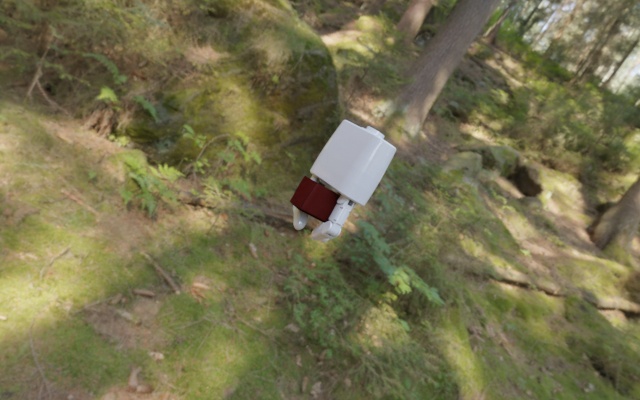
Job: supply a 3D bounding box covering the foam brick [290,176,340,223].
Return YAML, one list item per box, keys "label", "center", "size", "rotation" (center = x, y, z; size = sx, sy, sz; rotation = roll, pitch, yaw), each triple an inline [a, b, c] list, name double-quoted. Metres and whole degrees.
- label: "foam brick"
  center: [0.000, 0.003, 0.775]
  size: [0.078, 0.051, 0.053]
  rotation: [28, 4, -28]
